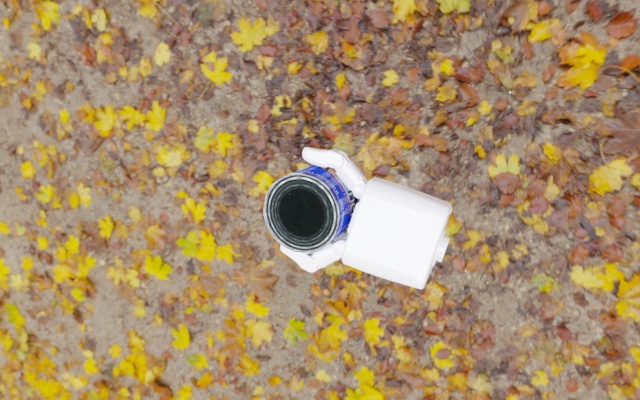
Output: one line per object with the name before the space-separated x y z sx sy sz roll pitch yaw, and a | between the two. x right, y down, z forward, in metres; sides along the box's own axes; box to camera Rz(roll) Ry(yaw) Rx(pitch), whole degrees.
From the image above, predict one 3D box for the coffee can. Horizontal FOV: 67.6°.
coffee can | 0.000 0.002 0.650 0.103 0.103 0.140 0 12 22
